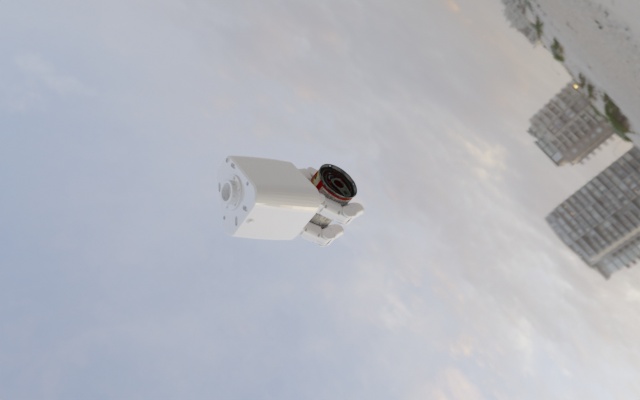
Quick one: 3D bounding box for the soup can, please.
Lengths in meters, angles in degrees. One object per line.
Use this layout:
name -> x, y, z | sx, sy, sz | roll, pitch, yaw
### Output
soup can -> 0.000, 0.003, 0.738 | 0.068, 0.068, 0.102 | 0, -40, -44
